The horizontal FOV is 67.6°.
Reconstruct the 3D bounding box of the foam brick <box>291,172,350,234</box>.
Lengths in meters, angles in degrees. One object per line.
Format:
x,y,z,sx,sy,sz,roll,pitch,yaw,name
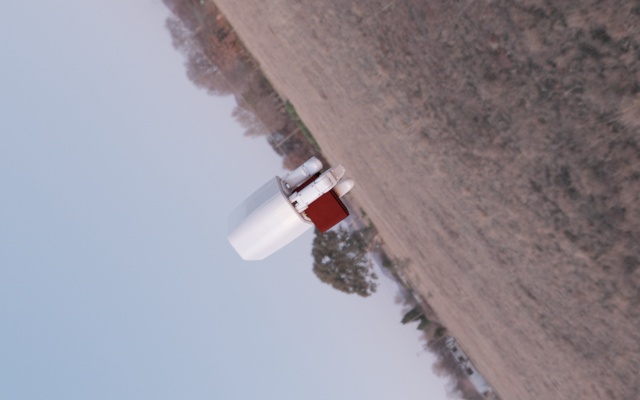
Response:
0.000,0.003,0.726,0.051,0.078,0.053,-37,6,5,foam brick
